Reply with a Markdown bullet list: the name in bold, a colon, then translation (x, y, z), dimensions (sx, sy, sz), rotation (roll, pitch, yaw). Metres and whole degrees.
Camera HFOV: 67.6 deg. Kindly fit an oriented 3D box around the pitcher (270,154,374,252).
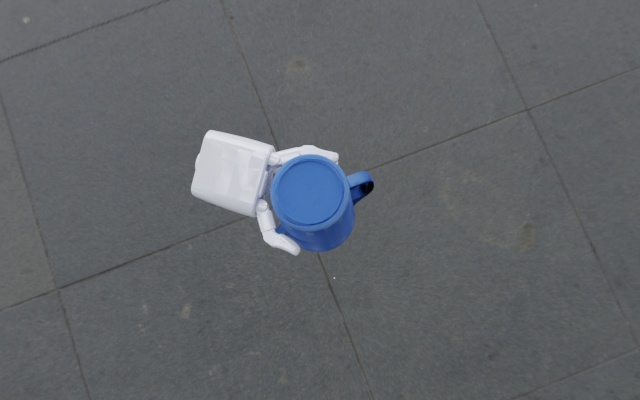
- **pitcher**: translation (0.000, 0.002, 0.750), dimensions (0.145, 0.149, 0.243), rotation (18, -8, 5)
